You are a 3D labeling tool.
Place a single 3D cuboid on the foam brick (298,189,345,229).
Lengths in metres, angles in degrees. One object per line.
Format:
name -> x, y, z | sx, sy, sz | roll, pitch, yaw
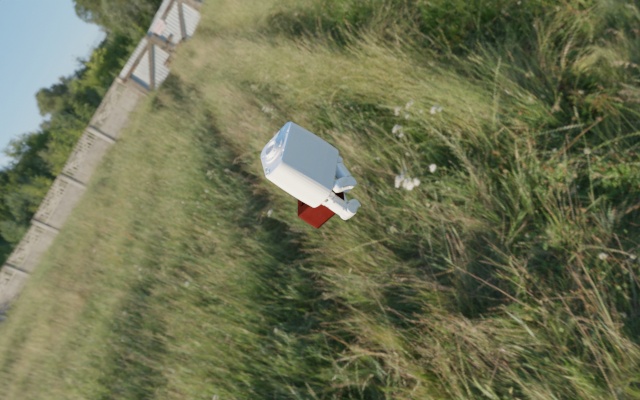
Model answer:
foam brick -> 0.000, 0.003, 0.879 | 0.051, 0.053, 0.078 | 30, -55, -28
